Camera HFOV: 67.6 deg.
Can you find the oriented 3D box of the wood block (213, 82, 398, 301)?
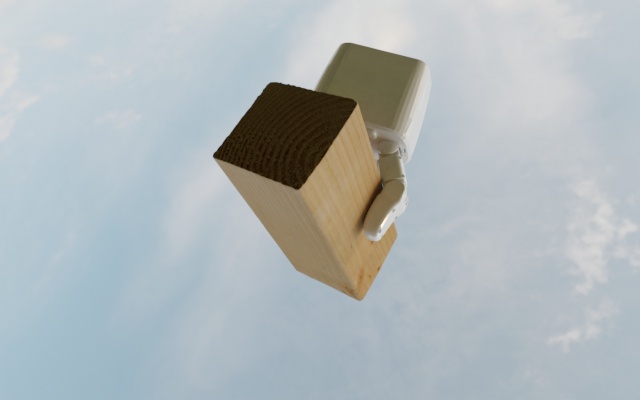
[{"bbox_3d":[0.001,0.001,0.448,0.091,0.090,0.206,20,-24,30],"label":"wood block"}]
